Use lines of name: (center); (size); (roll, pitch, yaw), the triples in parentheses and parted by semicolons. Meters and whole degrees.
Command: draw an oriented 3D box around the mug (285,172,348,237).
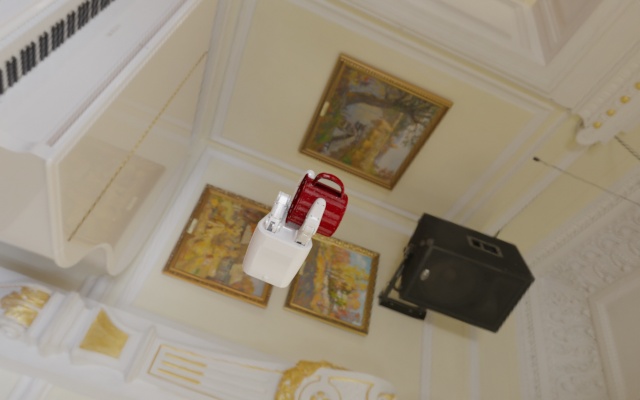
mug: (0.001, 0.002, 0.809); (0.081, 0.117, 0.093); (24, 33, -8)
